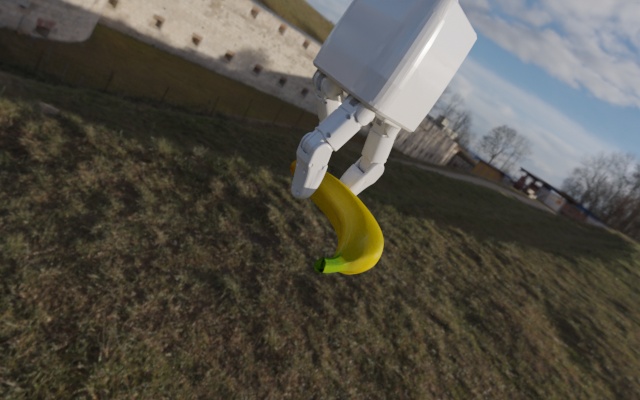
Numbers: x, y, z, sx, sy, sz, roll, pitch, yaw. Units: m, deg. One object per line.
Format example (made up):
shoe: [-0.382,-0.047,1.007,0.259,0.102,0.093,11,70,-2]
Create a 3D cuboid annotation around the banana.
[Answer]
banana: [0.016,0.011,0.434,0.070,0.037,0.197,29,17,-22]
